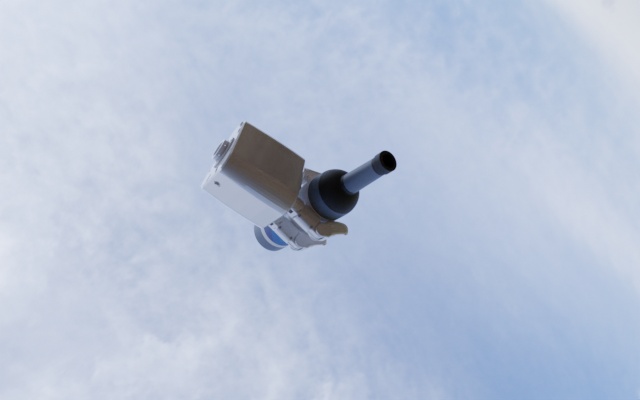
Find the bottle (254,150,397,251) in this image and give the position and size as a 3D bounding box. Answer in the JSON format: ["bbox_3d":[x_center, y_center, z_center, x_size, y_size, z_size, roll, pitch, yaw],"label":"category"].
[{"bbox_3d":[0.000,0.002,0.683,0.069,0.069,0.296,0,-20,-36],"label":"bottle"}]
